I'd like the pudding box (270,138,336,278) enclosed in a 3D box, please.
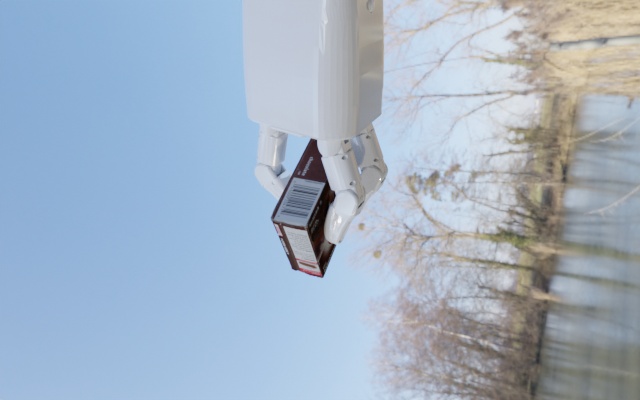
[{"bbox_3d":[0.000,0.001,0.449,0.039,0.113,0.090,13,-32,21],"label":"pudding box"}]
